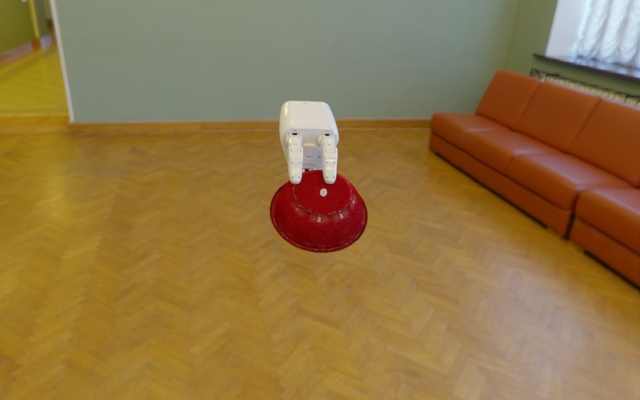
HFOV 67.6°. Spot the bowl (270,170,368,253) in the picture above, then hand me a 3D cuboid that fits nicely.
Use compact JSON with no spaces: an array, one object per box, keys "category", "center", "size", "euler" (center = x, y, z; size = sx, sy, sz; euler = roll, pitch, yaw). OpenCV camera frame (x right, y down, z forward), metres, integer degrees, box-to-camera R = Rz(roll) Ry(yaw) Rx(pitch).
[{"category":"bowl","center":[0.001,0.003,0.761],"size":[0.162,0.162,0.055],"euler":[0,-38,-7]}]
